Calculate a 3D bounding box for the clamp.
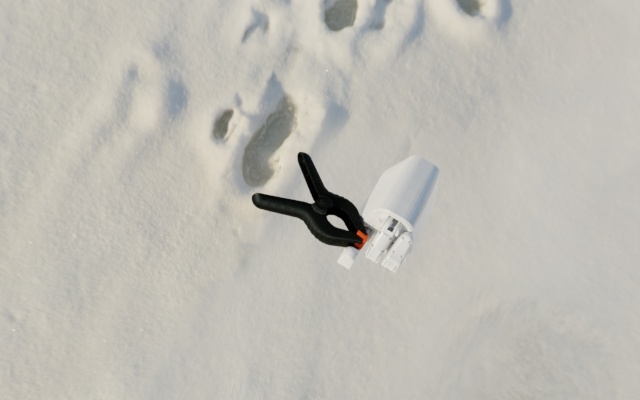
[{"bbox_3d":[0.000,0.002,0.693,0.171,0.120,0.039,32,-27,2],"label":"clamp"}]
